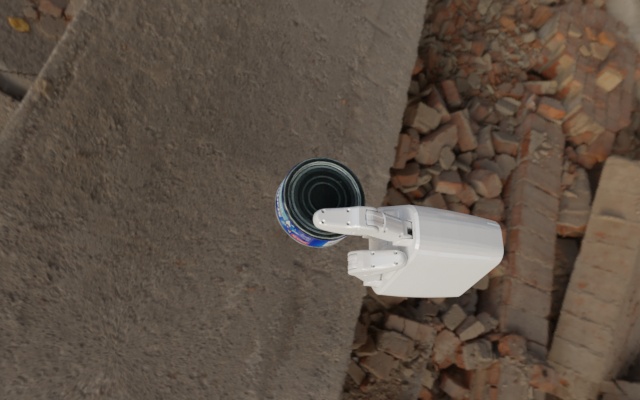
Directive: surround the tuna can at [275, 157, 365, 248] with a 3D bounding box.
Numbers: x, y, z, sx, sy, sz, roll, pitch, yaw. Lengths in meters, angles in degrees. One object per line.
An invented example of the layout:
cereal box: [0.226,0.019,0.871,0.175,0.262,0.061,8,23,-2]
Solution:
tuna can: [0.000,0.001,0.470,0.086,0.086,0.034,0,-17,-17]
